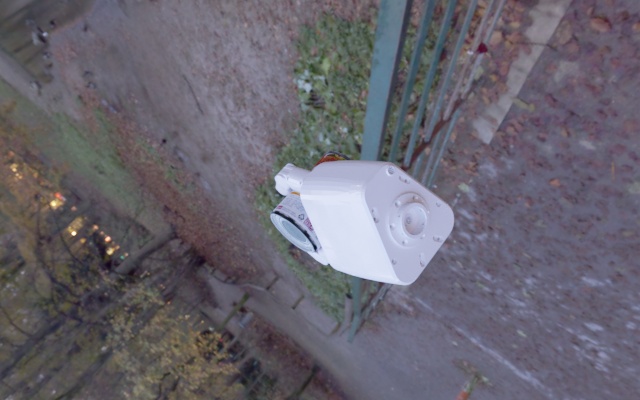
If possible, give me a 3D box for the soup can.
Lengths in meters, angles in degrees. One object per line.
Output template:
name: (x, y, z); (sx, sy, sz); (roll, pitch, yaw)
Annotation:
soup can: (0.000, 0.002, 0.550); (0.068, 0.102, 0.068); (36, -20, 16)
